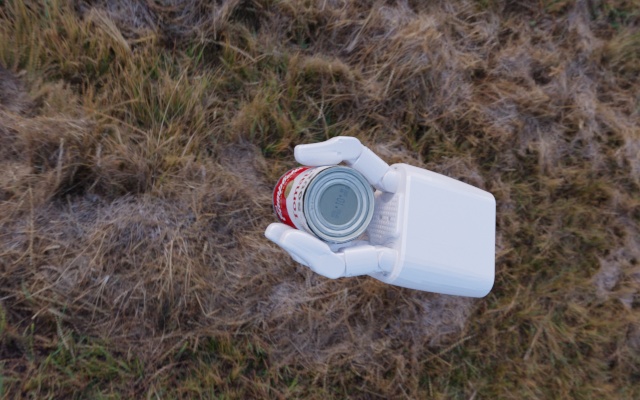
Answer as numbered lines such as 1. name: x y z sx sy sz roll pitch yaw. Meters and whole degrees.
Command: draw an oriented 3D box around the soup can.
1. soup can: 0.000 0.001 0.445 0.068 0.068 0.102 0 3 -19
